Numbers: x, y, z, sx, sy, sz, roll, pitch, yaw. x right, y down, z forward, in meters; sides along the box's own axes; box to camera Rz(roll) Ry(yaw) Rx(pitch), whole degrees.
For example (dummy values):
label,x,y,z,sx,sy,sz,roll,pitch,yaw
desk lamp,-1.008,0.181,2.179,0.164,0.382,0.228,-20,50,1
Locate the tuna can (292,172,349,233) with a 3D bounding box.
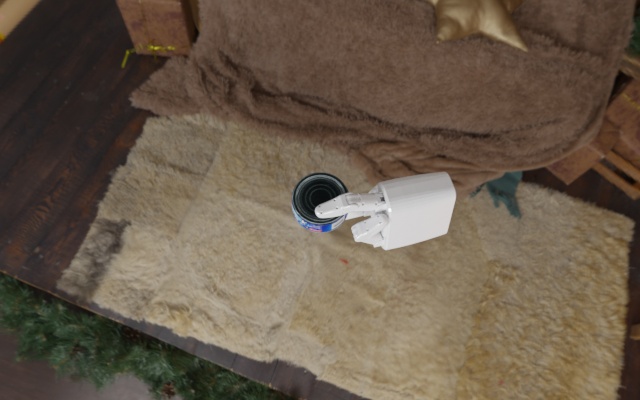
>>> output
label,x,y,z,sx,sy,sz,roll,pitch,yaw
tuna can,0.000,0.002,0.702,0.086,0.086,0.034,0,-23,-1
